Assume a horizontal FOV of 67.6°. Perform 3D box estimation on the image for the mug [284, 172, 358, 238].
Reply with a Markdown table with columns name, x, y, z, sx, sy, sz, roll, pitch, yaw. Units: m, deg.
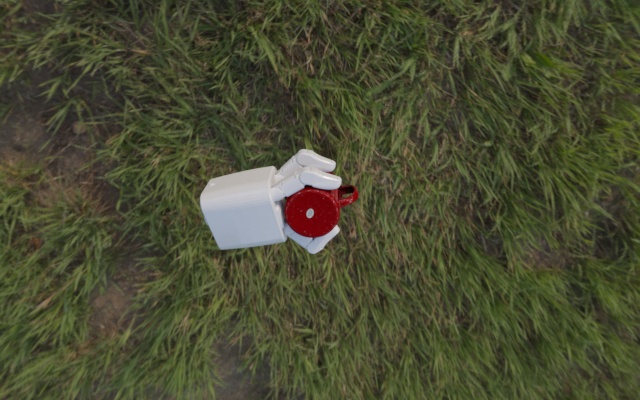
| name | x | y | z | sx | sy | sz | roll | pitch | yaw |
| --- | --- | --- | --- | --- | --- | --- | --- | --- | --- |
| mug | 0.002 | 0.002 | 0.725 | 0.117 | 0.093 | 0.081 | -10 | 23 | 6 |
